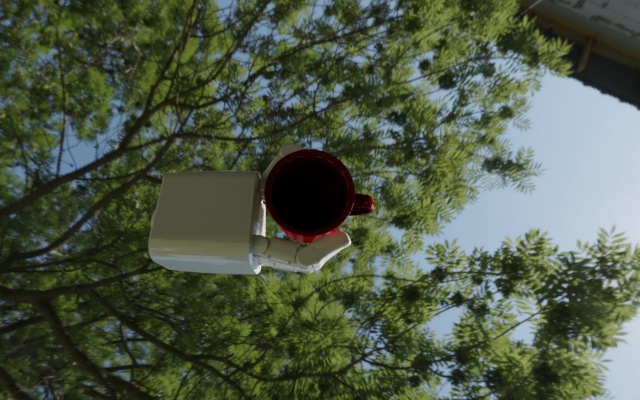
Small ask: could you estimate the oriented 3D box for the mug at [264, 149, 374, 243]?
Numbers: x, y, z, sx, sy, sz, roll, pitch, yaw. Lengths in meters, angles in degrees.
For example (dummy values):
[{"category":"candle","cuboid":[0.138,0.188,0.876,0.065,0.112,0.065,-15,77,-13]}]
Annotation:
[{"category":"mug","cuboid":[0.002,0.002,0.526,0.117,0.093,0.081,2,-15,-1]}]
